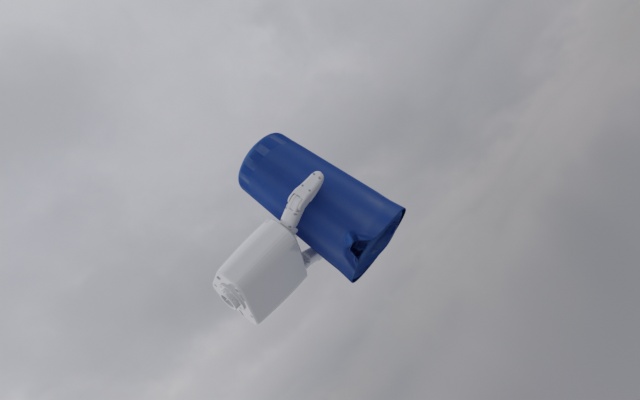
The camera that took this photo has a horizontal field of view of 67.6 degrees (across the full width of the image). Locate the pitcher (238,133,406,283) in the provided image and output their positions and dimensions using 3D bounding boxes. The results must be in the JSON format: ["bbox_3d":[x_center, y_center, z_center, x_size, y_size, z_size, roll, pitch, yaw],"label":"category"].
[{"bbox_3d":[0.000,0.002,0.733,0.243,0.145,0.149,36,-30,16],"label":"pitcher"}]
